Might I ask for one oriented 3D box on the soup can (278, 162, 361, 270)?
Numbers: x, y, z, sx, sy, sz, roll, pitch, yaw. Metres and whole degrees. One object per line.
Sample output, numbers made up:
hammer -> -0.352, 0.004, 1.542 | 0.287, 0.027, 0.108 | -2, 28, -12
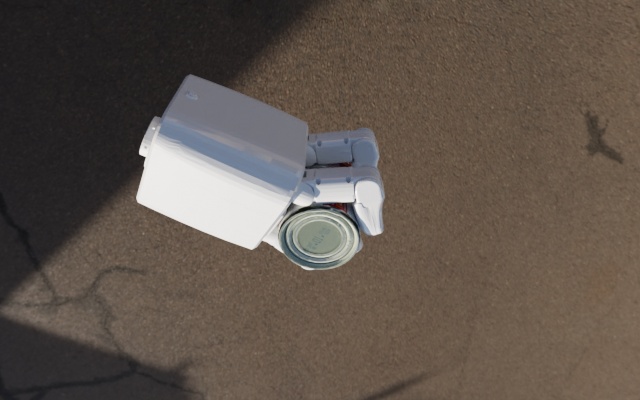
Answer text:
soup can -> 0.000, 0.002, 0.418 | 0.068, 0.069, 0.102 | 0, 37, 2
